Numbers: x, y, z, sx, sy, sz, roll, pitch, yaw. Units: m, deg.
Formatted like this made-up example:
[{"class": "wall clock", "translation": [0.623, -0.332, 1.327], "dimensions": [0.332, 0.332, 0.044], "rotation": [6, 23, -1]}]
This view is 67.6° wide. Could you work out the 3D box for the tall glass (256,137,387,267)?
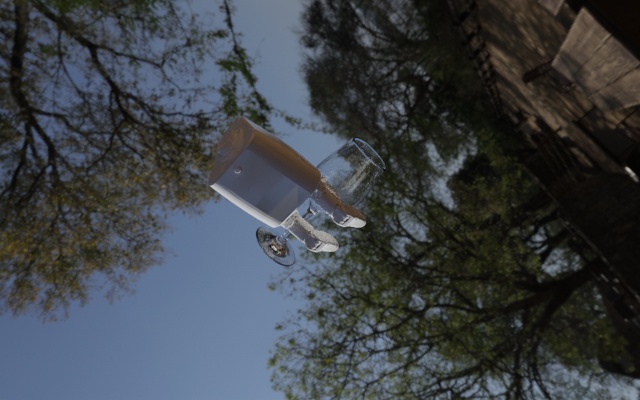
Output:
[{"class": "tall glass", "translation": [0.000, 0.003, 0.669], "dimensions": [0.201, 0.079, 0.079], "rotation": [-44, -19, 20]}]
